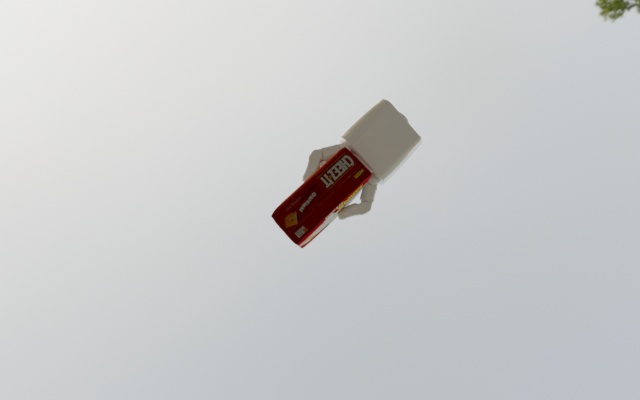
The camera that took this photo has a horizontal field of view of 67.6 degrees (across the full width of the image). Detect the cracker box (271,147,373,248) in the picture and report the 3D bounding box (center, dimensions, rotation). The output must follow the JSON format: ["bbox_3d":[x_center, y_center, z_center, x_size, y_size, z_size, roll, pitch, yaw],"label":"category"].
[{"bbox_3d":[0.000,0.003,0.840,0.164,0.072,0.214,-44,-5,-5],"label":"cracker box"}]
